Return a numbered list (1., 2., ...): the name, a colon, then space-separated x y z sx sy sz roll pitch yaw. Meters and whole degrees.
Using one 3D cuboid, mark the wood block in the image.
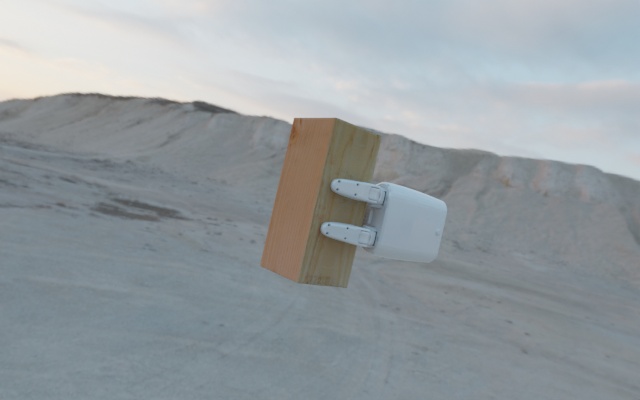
1. wood block: 0.000 0.002 0.638 0.090 0.206 0.091 14 -1 -40
